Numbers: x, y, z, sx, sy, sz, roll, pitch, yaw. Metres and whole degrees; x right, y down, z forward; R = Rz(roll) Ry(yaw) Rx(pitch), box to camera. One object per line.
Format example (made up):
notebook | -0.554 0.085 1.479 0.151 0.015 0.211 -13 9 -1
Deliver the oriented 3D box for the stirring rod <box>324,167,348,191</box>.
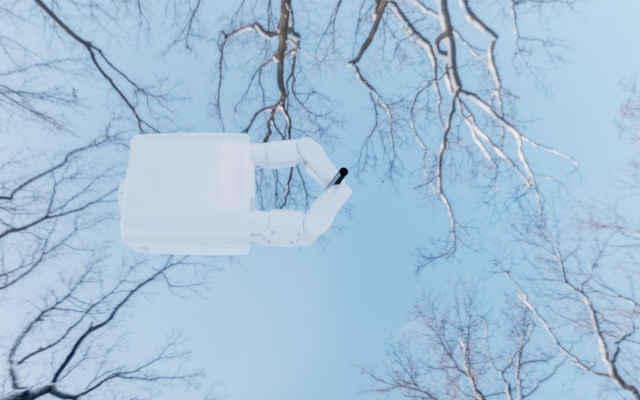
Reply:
stirring rod | 0.000 0.002 0.520 0.011 0.011 0.239 0 -13 -10
